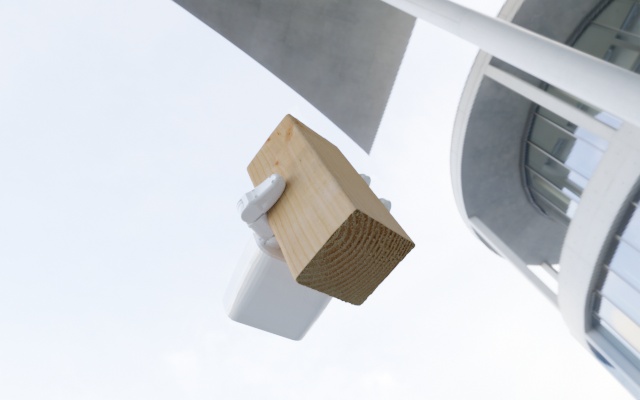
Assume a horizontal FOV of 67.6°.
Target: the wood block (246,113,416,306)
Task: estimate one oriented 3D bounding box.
[{"bbox_3d":[0.000,0.002,0.517,0.091,0.090,0.206,29,18,-36],"label":"wood block"}]
